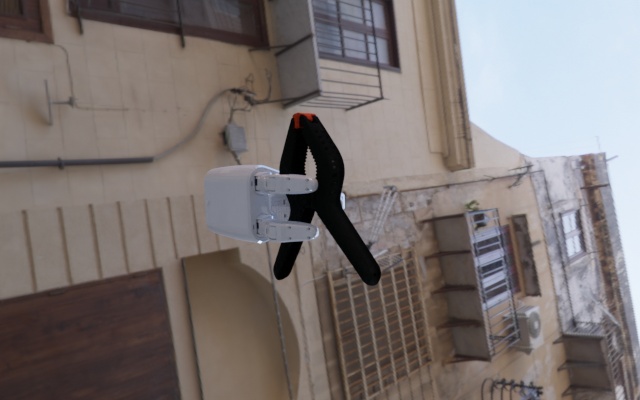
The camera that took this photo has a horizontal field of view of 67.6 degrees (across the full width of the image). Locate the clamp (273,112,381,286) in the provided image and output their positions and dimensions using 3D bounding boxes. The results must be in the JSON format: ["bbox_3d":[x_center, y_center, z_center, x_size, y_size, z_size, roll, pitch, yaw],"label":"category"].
[{"bbox_3d":[0.000,0.001,0.561,0.164,0.210,0.036,3,7,42],"label":"clamp"}]
